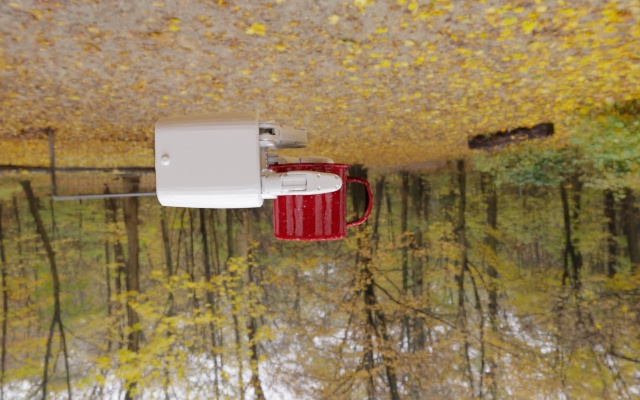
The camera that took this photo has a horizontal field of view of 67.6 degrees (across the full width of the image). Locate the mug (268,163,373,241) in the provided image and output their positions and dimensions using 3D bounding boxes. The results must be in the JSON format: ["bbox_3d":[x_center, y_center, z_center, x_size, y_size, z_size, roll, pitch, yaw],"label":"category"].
[{"bbox_3d":[0.002,0.002,0.534,0.117,0.081,0.093,-1,0,2],"label":"mug"}]
